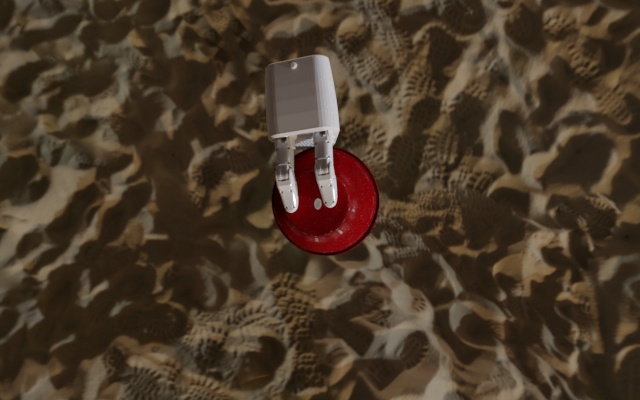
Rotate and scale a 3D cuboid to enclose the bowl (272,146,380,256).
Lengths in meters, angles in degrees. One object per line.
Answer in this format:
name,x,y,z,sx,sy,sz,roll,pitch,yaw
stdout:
bowl,0.001,0.003,0.672,0.162,0.162,0.055,0,3,13
